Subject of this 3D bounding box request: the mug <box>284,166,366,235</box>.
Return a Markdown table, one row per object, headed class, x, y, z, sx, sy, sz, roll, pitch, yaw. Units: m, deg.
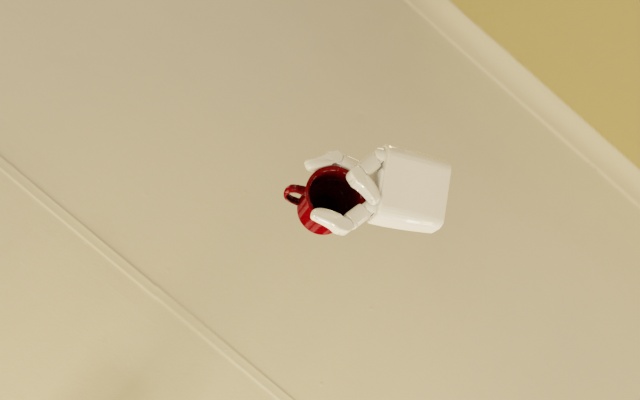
| class | x | y | z | sx | sy | sz | roll | pitch | yaw |
| --- | --- | --- | --- | --- | --- | --- | --- | --- | --- |
| mug | -0.001 | 0.002 | 0.730 | 0.117 | 0.093 | 0.081 | 12 | -22 | -13 |
